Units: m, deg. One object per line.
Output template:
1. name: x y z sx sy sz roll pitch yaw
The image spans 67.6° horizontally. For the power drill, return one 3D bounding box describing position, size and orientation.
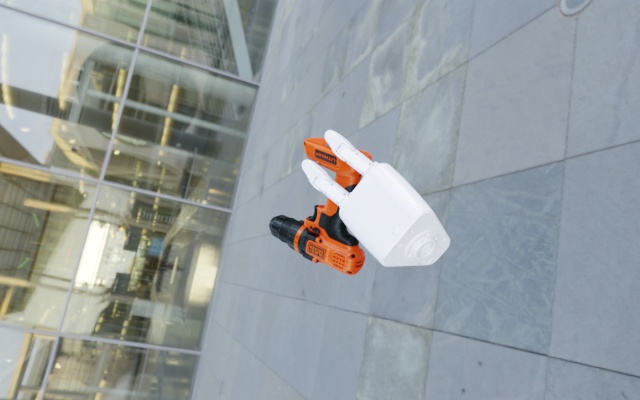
1. power drill: 0.000 0.002 0.736 0.184 0.188 0.057 22 23 33
